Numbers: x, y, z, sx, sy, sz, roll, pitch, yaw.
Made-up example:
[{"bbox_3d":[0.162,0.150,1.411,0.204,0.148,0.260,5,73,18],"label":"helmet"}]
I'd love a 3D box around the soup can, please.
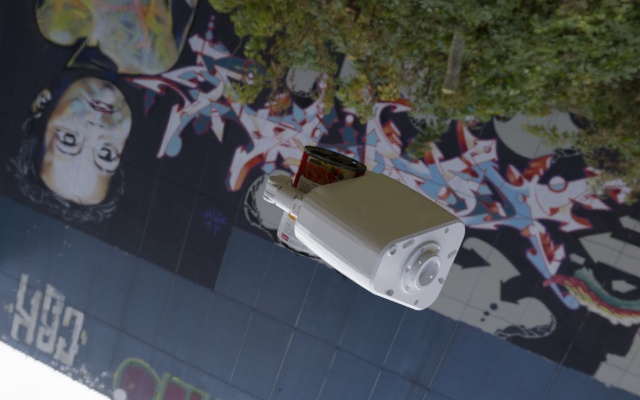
[{"bbox_3d":[0.000,0.002,0.501,0.068,0.102,0.068,18,14,-5],"label":"soup can"}]
